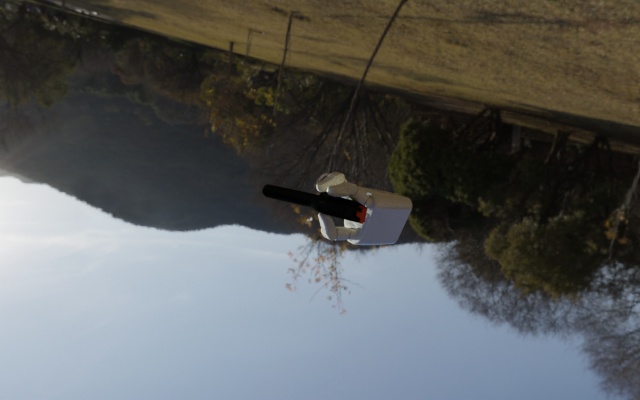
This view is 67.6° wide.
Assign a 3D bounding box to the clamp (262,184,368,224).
[{"bbox_3d":[0.000,0.004,0.893,0.164,0.036,0.210,3,11,-35],"label":"clamp"}]
